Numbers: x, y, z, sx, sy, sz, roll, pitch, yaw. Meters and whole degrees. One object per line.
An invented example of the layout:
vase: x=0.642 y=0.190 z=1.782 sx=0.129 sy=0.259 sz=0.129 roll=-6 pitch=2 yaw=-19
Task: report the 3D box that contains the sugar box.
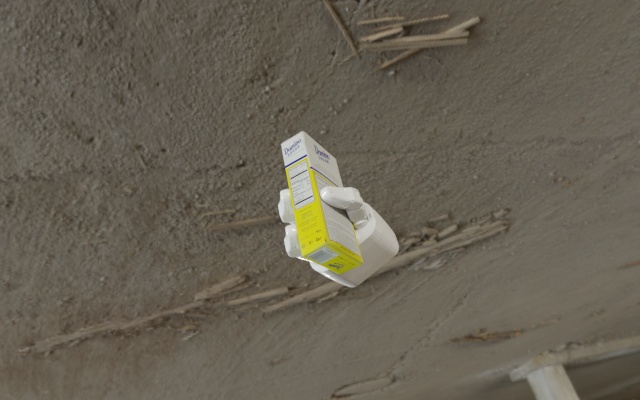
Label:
sugar box: x=0.000 y=0.002 z=0.640 sx=0.048 sy=0.176 sz=0.093 roll=-29 pitch=-36 yaw=20
